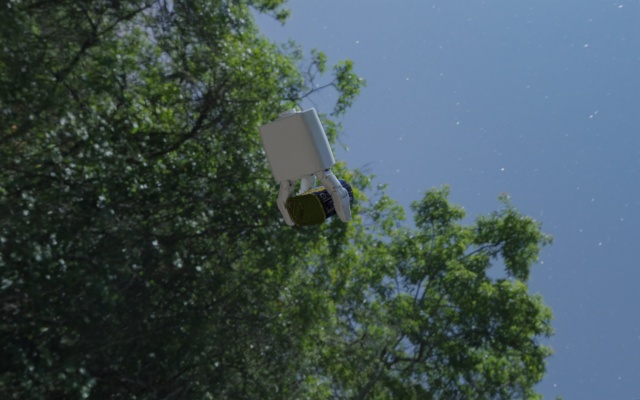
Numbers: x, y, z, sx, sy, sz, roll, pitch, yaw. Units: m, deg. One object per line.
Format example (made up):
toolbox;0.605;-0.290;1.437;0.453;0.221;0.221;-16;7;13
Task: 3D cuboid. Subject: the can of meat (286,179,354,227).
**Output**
can of meat;0.000;0.003;0.877;0.084;0.057;0.102;-28;11;-37
